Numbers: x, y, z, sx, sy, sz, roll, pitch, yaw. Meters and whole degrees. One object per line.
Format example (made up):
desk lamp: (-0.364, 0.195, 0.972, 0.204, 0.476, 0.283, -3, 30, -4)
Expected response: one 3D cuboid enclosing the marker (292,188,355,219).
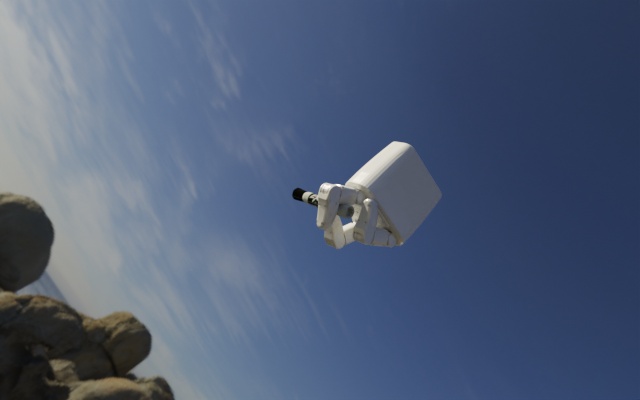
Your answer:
marker: (0.000, 0.002, 0.673, 0.020, 0.020, 0.121, 0, 13, -41)
